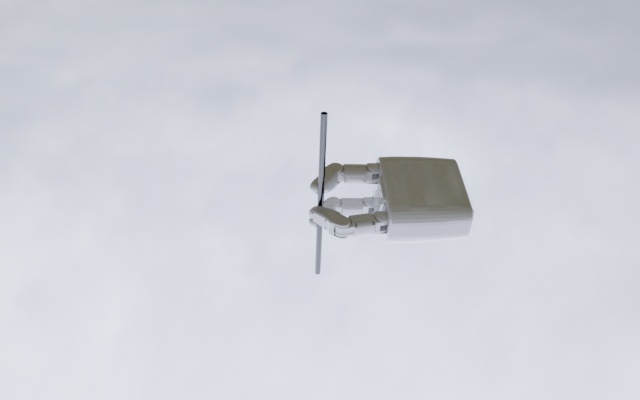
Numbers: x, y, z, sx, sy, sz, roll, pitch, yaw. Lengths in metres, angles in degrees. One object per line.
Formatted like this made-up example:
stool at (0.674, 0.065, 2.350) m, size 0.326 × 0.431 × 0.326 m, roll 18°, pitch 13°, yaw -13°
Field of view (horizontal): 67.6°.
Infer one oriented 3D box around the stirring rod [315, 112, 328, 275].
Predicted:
stirring rod at (0.000, 0.002, 0.597) m, size 0.011 × 0.240 × 0.011 m, roll 2°, pitch 35°, yaw -1°
